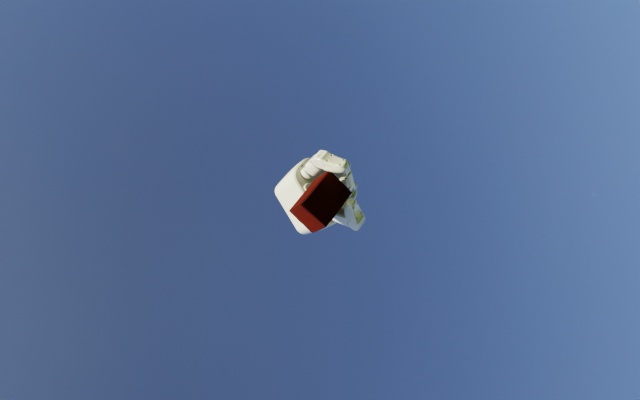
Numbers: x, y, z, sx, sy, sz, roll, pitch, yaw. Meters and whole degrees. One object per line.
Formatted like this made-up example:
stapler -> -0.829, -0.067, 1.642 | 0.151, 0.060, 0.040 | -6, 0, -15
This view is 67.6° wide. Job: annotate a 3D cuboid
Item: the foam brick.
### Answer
foam brick -> 0.000, 0.003, 0.733 | 0.078, 0.053, 0.051 | -51, 11, -28
